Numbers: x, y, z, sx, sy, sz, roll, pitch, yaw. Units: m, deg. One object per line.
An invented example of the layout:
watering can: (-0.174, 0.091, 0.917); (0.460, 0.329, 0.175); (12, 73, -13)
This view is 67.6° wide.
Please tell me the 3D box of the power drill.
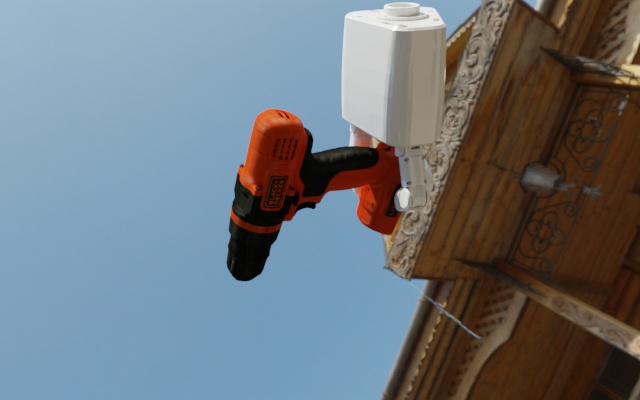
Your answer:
power drill: (0.001, 0.001, 0.494); (0.187, 0.184, 0.057); (-2, 34, -33)
